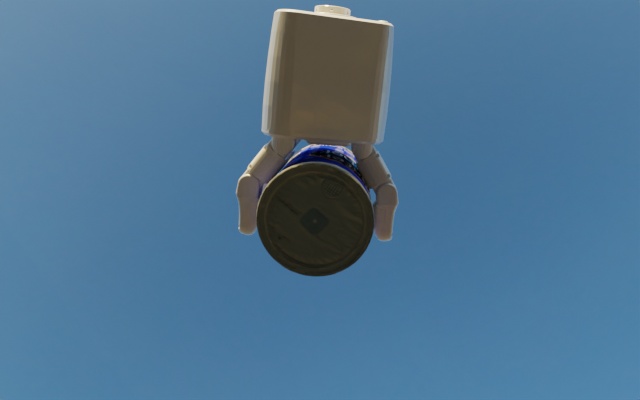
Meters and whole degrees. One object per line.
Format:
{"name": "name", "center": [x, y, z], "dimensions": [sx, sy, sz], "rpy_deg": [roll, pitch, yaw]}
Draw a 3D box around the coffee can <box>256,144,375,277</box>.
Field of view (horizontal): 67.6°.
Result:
{"name": "coffee can", "center": [0.000, 0.002, 0.477], "dimensions": [0.103, 0.103, 0.140], "rpy_deg": [0, 14, 4]}
